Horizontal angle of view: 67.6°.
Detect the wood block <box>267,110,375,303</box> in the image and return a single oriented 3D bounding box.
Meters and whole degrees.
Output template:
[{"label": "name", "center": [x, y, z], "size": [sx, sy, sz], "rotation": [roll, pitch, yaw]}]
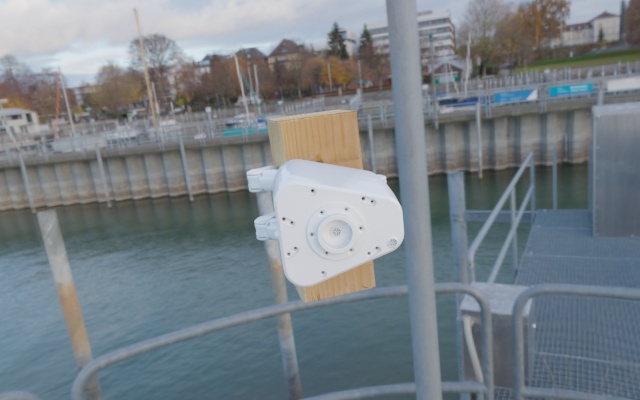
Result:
[{"label": "wood block", "center": [0.000, 0.002, 0.567], "size": [0.091, 0.206, 0.090], "rotation": [-10, 13, -12]}]
